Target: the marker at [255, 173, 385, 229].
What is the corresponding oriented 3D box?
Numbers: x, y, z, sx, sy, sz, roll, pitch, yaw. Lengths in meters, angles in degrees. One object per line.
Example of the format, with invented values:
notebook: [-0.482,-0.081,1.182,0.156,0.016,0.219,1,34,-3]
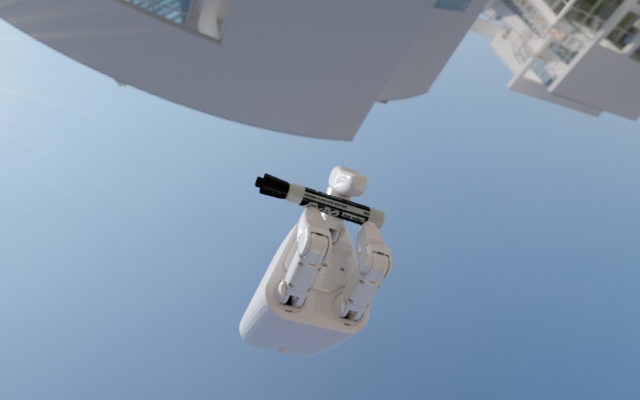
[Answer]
marker: [0.000,0.001,0.427,0.121,0.020,0.020,18,-5,-16]
